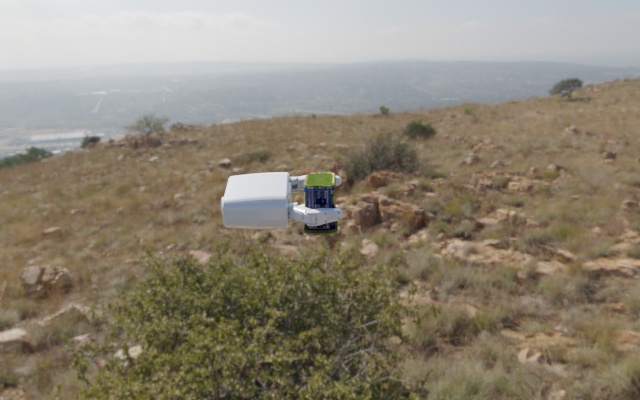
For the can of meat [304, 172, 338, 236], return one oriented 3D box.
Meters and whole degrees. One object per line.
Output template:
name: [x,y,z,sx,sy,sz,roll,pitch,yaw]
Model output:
can of meat: [0.000,0.002,0.810,0.057,0.084,0.102,-1,16,2]
